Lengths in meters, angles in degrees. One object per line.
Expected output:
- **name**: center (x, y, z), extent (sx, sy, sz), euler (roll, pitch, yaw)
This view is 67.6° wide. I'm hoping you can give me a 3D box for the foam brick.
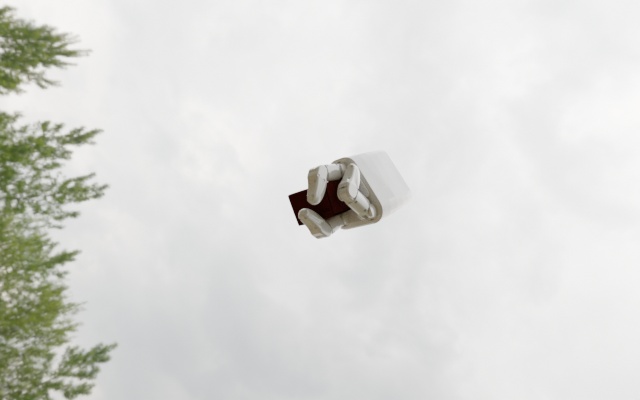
- **foam brick**: center (0.000, 0.002, 0.734), extent (0.078, 0.053, 0.051), euler (-16, 3, 41)
